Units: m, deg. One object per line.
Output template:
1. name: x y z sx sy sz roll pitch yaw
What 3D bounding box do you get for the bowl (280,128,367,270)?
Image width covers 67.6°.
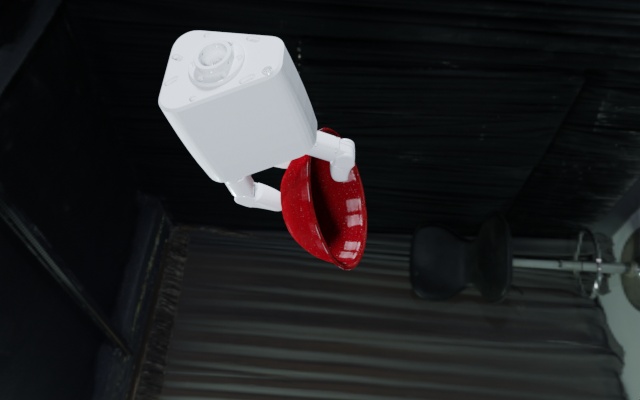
1. bowl: 0.000 0.003 0.550 0.055 0.162 0.162 -11 -5 25
